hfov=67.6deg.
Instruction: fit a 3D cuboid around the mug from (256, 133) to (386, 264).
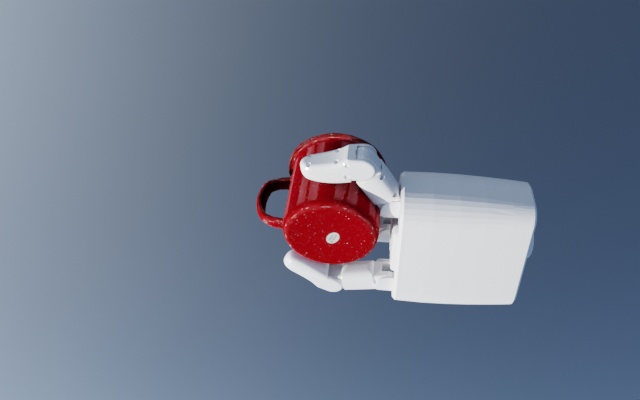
[{"bbox_3d":[-0.001,0.001,0.424,0.117,0.081,0.093,2,-43,7],"label":"mug"}]
